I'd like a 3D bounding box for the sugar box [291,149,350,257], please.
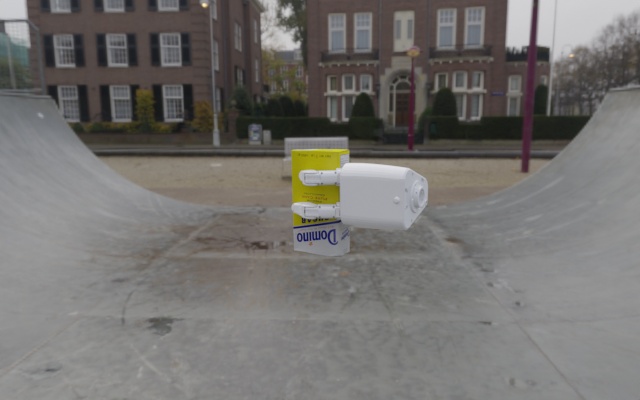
[{"bbox_3d":[0.000,0.003,0.802,0.093,0.176,0.048,5,10,30],"label":"sugar box"}]
